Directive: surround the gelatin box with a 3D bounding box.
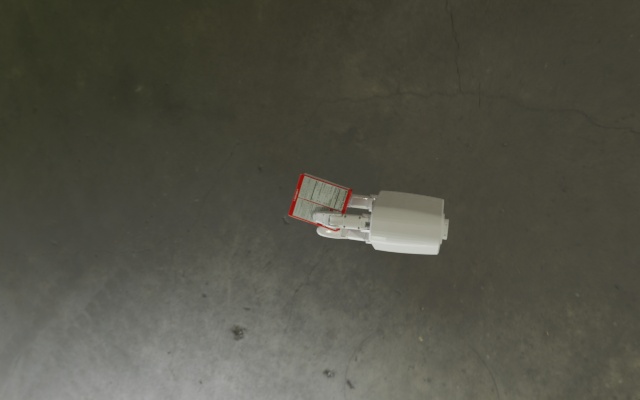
[{"bbox_3d":[0.000,0.003,0.785,0.089,0.073,0.030,19,9,8],"label":"gelatin box"}]
